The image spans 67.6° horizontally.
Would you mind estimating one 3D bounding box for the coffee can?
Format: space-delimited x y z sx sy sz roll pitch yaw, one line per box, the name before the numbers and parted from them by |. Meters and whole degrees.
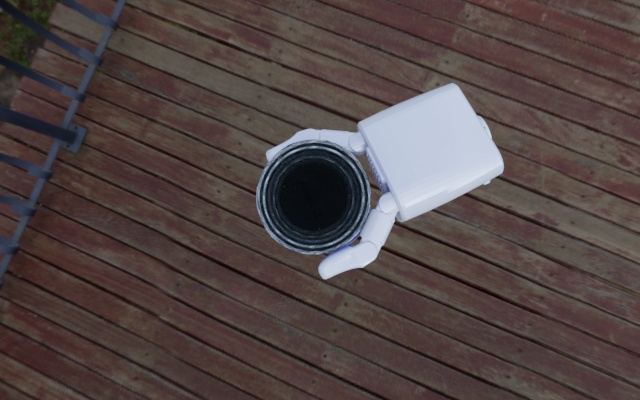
coffee can | 0.000 0.002 0.488 0.103 0.103 0.140 0 -4 6
